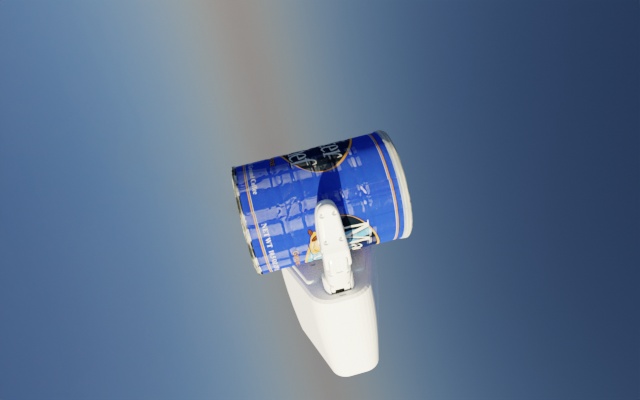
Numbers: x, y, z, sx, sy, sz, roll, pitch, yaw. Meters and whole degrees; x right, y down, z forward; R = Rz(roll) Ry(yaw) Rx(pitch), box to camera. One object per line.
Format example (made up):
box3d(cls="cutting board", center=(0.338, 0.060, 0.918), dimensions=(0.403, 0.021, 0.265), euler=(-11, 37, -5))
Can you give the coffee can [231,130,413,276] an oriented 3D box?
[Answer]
box3d(cls="coffee can", center=(0.000, 0.001, 0.439), dimensions=(0.140, 0.103, 0.103), euler=(-14, 1, -4))
